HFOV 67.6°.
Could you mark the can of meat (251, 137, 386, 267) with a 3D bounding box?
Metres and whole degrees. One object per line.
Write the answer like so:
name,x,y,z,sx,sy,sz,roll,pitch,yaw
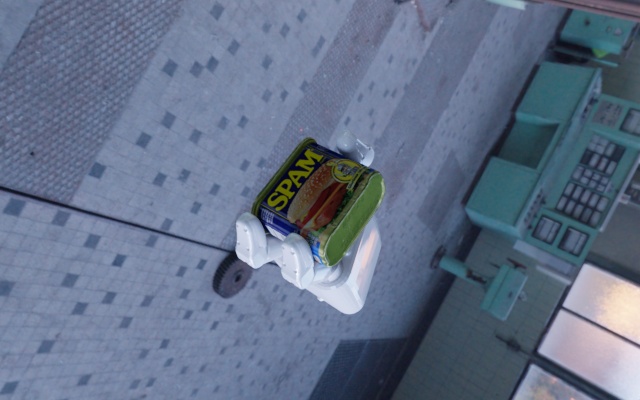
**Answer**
can of meat,0.000,0.001,0.448,0.084,0.102,0.057,27,-20,27
